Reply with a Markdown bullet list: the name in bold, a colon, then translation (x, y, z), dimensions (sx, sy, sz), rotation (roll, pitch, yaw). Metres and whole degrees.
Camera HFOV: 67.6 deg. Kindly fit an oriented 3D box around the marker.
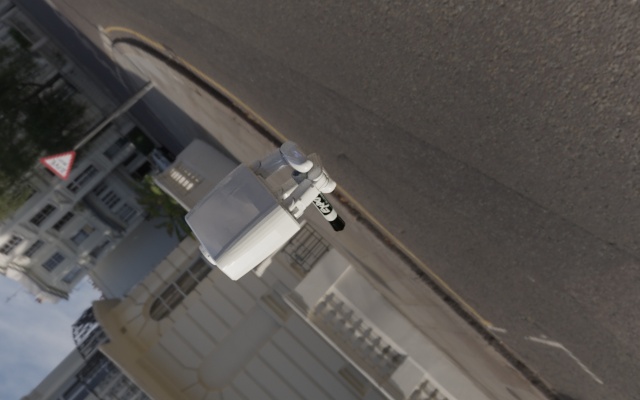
- **marker**: translation (0.000, 0.002, 0.634), dimensions (0.020, 0.020, 0.121), rotation (0, -38, 38)
